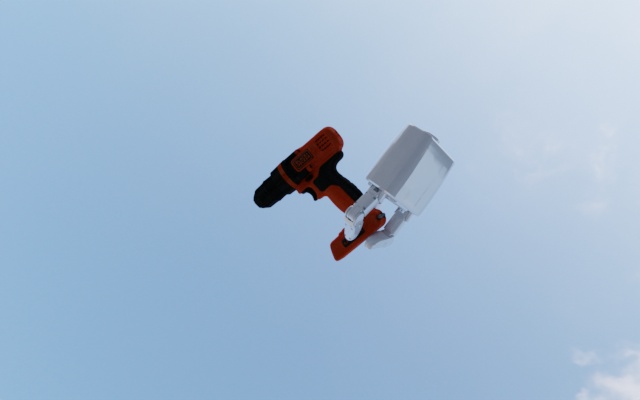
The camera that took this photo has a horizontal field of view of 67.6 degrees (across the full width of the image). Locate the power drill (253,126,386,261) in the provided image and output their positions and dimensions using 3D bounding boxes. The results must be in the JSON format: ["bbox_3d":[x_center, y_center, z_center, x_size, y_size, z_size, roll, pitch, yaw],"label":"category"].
[{"bbox_3d":[0.001,0.003,0.773,0.184,0.187,0.057,-40,-8,18],"label":"power drill"}]
